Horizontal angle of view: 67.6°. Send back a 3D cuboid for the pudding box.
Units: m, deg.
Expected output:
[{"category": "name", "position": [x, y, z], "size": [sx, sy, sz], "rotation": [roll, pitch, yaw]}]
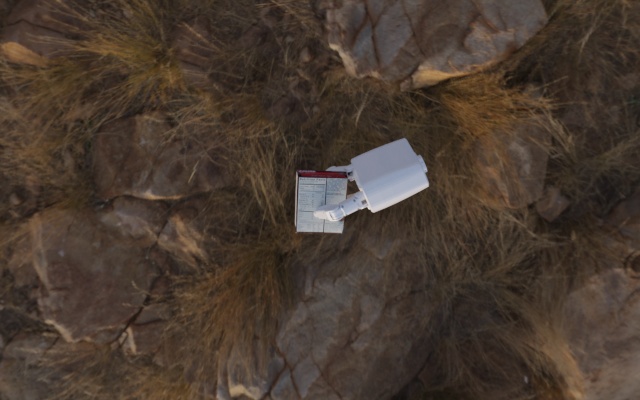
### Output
[{"category": "pudding box", "position": [0.000, 0.003, 0.852], "size": [0.090, 0.113, 0.039], "rotation": [2, 21, -4]}]
